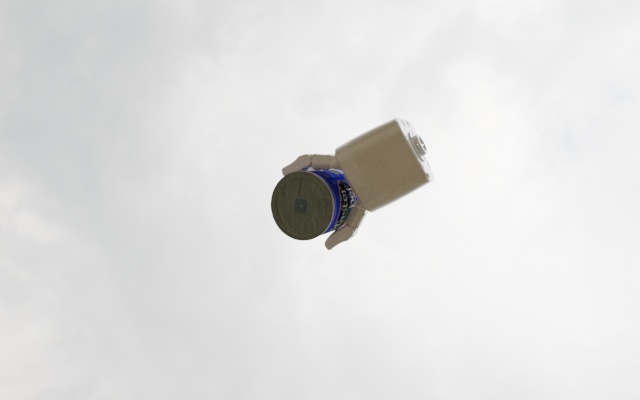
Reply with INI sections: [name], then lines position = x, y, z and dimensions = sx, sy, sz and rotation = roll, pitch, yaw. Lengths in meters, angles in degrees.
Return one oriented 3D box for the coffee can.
[coffee can]
position = 0.000, 0.003, 0.758
dimensions = 0.103, 0.103, 0.140
rotation = 0, 5, 25
